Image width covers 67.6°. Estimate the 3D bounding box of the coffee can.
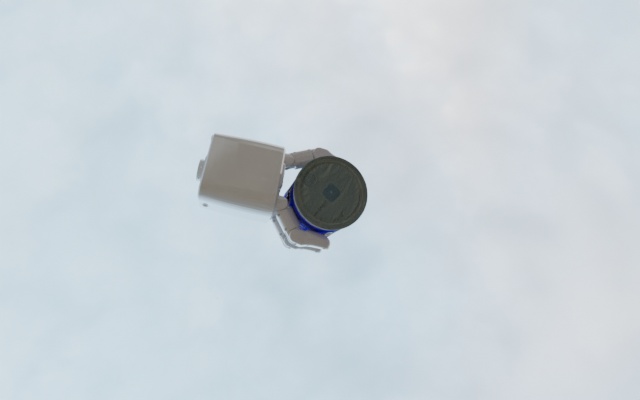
[{"bbox_3d":[0.000,0.002,0.708,0.103,0.102,0.140,0,-11,-12],"label":"coffee can"}]
